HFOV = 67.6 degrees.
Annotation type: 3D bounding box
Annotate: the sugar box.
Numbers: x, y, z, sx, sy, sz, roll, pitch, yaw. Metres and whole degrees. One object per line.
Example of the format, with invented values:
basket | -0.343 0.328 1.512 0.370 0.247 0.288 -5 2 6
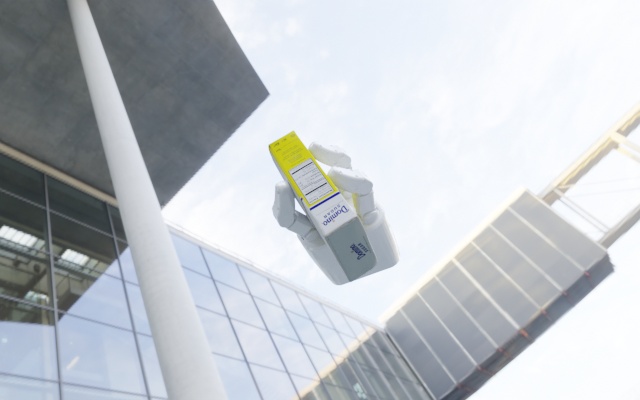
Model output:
sugar box | 0.001 0.002 0.556 0.048 0.093 0.176 -33 47 -5
